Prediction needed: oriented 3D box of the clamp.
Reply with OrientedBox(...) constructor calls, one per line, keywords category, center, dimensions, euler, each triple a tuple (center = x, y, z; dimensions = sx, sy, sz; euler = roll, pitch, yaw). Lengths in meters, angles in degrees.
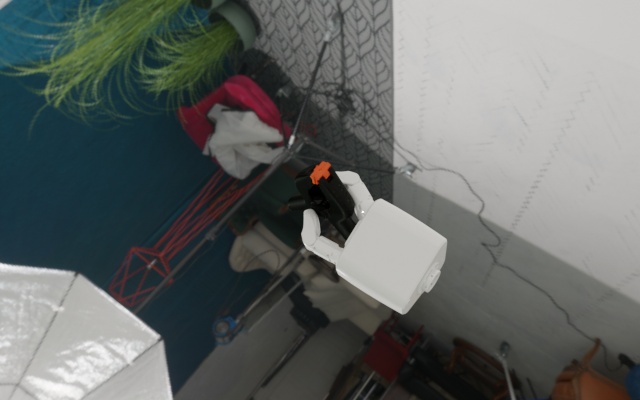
OrientedBox(category="clamp", center=(0.000, 0.003, 0.694), dimensions=(0.164, 0.036, 0.210), euler=(30, -20, 24))
